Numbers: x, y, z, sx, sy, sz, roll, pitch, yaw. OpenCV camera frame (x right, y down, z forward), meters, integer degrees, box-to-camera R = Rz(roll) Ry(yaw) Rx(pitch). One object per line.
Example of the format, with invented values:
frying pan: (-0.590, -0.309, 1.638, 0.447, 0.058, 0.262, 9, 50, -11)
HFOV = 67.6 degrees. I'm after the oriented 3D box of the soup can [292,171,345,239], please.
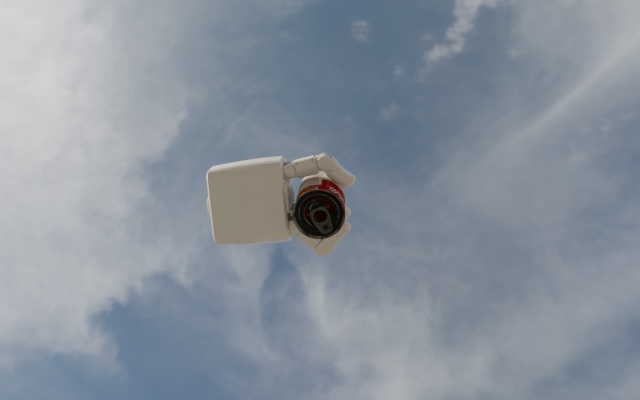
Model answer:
soup can: (0.001, 0.002, 0.655, 0.068, 0.068, 0.102, 0, 19, 3)
